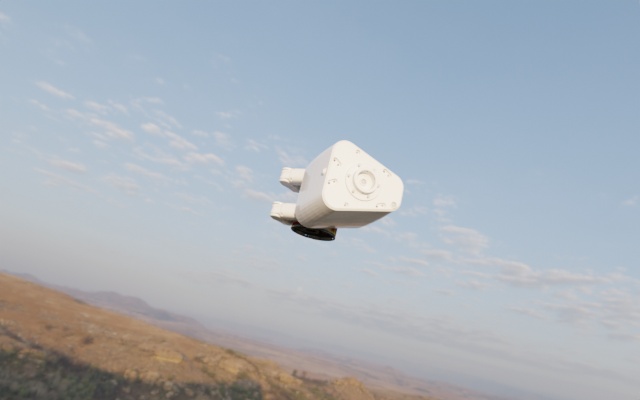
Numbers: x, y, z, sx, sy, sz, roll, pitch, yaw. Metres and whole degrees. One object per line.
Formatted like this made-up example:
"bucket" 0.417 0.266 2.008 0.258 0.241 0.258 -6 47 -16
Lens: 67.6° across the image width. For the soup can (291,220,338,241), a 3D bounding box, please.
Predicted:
"soup can" 0.000 0.002 0.718 0.068 0.102 0.068 12 -18 4
